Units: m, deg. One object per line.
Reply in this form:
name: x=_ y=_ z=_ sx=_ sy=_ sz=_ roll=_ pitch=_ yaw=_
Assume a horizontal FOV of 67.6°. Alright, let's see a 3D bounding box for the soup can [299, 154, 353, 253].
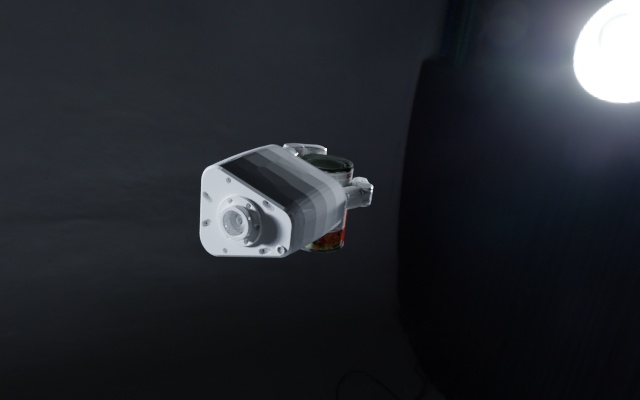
soup can: x=0.000 y=0.001 z=0.570 sx=0.068 sy=0.102 sz=0.068 roll=6 pitch=19 yaw=-2
